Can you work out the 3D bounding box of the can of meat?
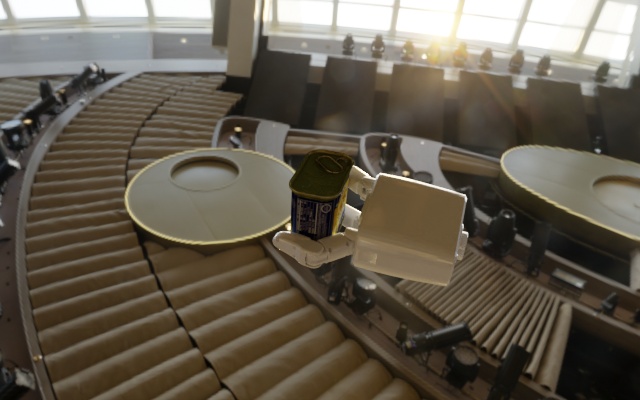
[{"bbox_3d":[0.000,0.002,0.551,0.057,0.084,0.102,11,34,10],"label":"can of meat"}]
